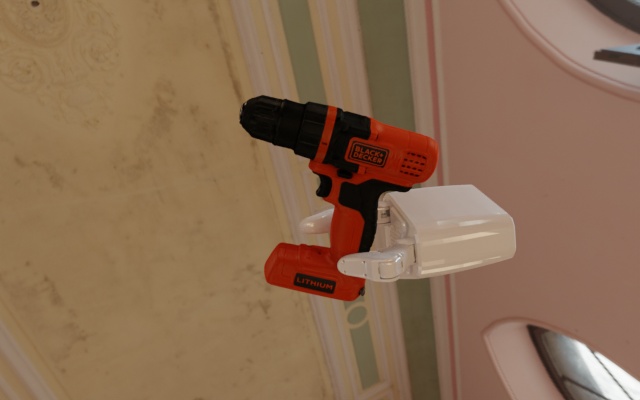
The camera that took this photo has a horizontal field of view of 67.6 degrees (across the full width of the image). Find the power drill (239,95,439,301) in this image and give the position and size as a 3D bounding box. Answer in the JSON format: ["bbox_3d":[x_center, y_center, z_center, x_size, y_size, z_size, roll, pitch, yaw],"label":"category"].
[{"bbox_3d":[0.000,0.002,0.464,0.184,0.188,0.057,14,27,-4],"label":"power drill"}]
